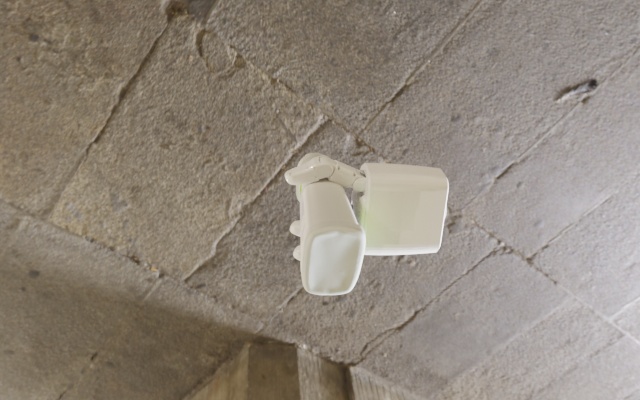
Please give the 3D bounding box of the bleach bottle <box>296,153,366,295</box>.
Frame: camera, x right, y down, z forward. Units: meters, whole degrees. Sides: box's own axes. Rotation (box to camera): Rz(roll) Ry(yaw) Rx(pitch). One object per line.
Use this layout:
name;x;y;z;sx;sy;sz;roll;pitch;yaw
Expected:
bleach bottle;0.000;0.002;0.621;0.068;0.103;0.250;2;33;-9
